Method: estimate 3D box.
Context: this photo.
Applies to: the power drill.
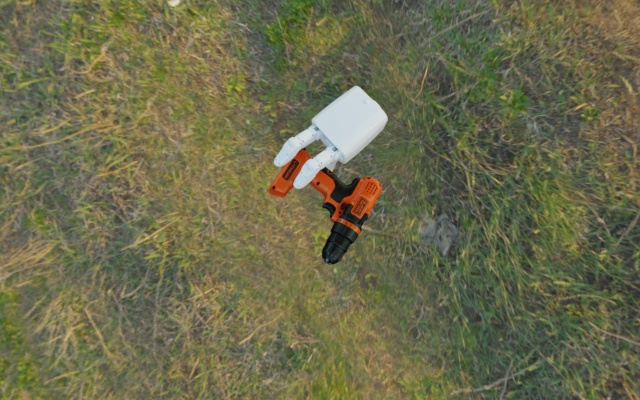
[{"bbox_3d":[0.000,0.002,0.893,0.187,0.184,0.057,32,-16,-3],"label":"power drill"}]
